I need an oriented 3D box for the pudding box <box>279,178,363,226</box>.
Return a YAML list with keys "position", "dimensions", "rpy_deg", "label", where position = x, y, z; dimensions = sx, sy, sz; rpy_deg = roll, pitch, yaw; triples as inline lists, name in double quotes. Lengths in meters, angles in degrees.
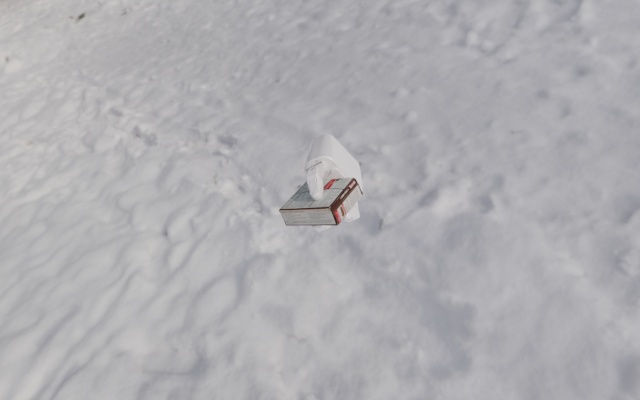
- position: [0.000, 0.002, 0.793]
  dimensions: [0.113, 0.039, 0.090]
  rpy_deg: [-5, 33, 40]
  label: "pudding box"
